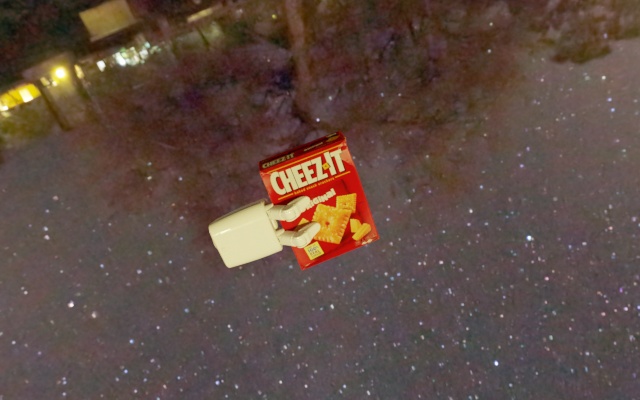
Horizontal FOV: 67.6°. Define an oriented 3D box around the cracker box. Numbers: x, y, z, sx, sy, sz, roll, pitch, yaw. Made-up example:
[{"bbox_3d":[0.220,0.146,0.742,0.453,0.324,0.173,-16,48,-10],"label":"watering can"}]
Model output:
[{"bbox_3d":[0.000,0.003,0.888,0.164,0.214,0.072,-21,23,0],"label":"cracker box"}]
